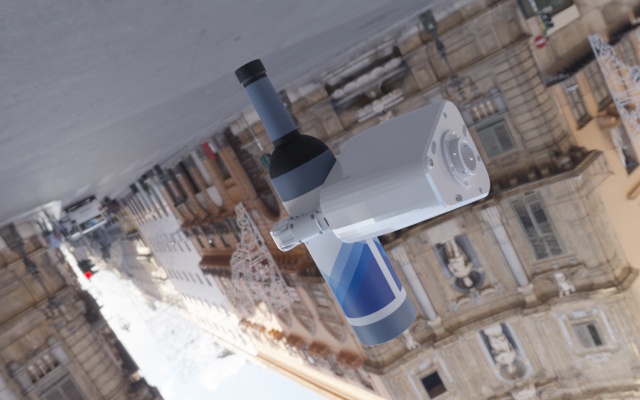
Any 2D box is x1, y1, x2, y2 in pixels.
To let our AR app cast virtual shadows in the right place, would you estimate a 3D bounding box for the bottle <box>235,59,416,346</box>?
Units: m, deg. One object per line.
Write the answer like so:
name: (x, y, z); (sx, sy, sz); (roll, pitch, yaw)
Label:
bottle: (0.000, 0.002, 0.471); (0.069, 0.296, 0.069); (-27, 9, 5)
